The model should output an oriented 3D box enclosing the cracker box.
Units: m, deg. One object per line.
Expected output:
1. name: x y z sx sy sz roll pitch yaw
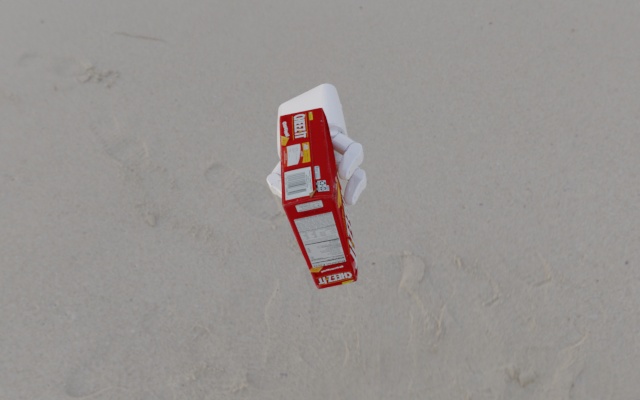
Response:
1. cracker box: 0.000 0.002 0.689 0.072 0.164 0.214 -11 -39 6
